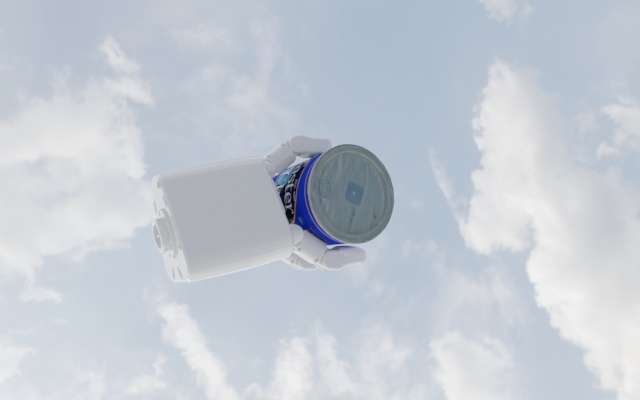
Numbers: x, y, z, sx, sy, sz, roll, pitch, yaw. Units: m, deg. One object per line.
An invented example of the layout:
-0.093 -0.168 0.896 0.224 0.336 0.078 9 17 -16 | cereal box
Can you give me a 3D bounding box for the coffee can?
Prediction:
0.000 0.002 0.543 0.103 0.103 0.140 0 -8 -30 | coffee can
